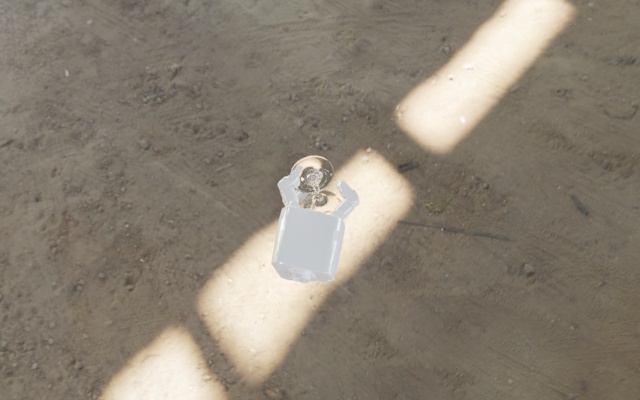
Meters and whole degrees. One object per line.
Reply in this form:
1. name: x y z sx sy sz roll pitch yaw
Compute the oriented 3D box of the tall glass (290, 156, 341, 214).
1. tall glass: 0.000 0.002 0.885 0.079 0.079 0.201 0 -28 10
